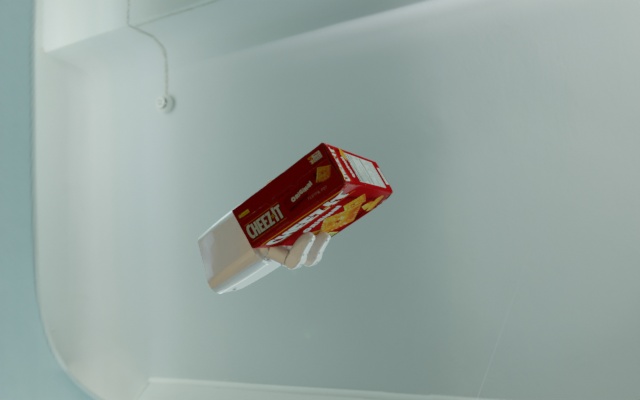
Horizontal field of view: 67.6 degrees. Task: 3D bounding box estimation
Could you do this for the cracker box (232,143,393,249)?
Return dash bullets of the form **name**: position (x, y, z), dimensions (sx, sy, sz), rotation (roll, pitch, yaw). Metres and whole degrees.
- **cracker box**: position (0.000, 0.002, 0.711), dimensions (0.164, 0.072, 0.214), rotation (-36, -16, 19)
